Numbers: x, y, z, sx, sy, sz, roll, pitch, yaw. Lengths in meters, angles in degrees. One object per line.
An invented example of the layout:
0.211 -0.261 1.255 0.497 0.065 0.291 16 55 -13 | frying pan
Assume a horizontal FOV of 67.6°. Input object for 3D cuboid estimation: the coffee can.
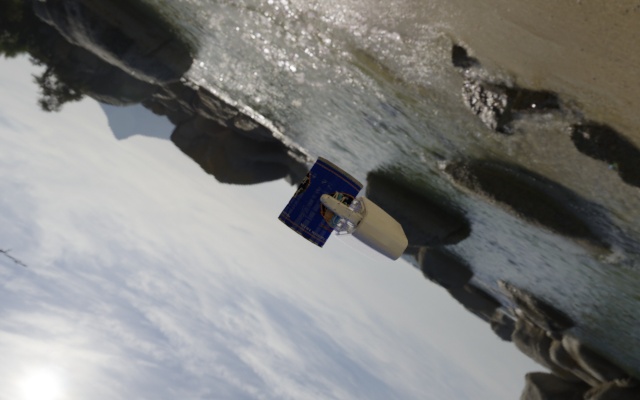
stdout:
0.000 0.003 0.899 0.103 0.140 0.103 34 0 0 | coffee can
